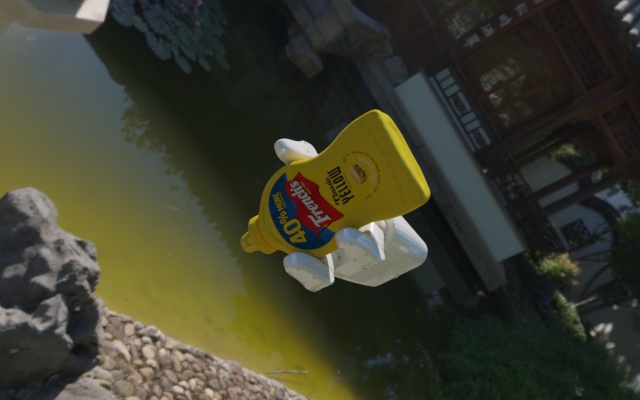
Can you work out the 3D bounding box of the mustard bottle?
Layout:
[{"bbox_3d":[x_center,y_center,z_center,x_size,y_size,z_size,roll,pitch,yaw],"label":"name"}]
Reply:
[{"bbox_3d":[0.000,0.001,0.460,0.192,0.096,0.058,-30,-9,21],"label":"mustard bottle"}]
